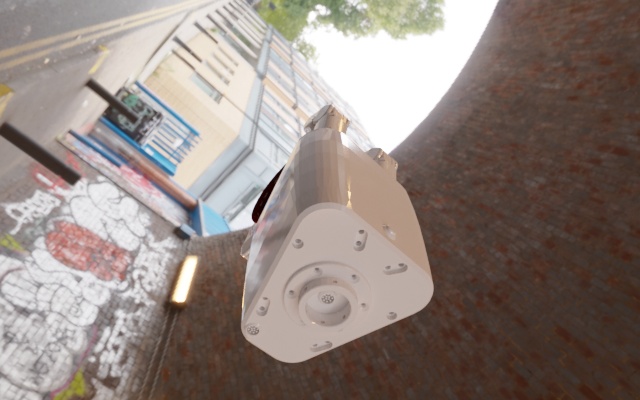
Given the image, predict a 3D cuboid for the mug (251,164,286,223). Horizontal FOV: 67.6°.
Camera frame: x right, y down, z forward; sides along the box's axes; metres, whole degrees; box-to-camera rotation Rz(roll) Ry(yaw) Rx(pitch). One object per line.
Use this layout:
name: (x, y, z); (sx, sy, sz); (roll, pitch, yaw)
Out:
mug: (0.000, 0.001, 0.434); (0.093, 0.081, 0.117); (-41, 20, 21)
